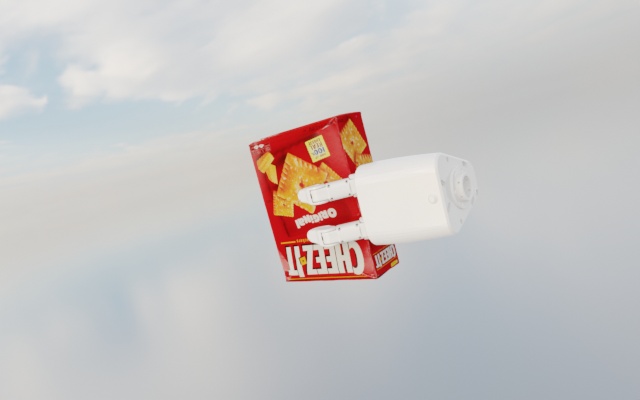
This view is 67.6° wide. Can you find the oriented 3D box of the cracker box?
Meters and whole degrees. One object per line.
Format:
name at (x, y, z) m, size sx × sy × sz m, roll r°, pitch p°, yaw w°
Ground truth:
cracker box at (0.000, 0.002, 0.662) m, size 0.164 × 0.214 × 0.072 m, roll -9°, pitch 8°, yaw 39°
